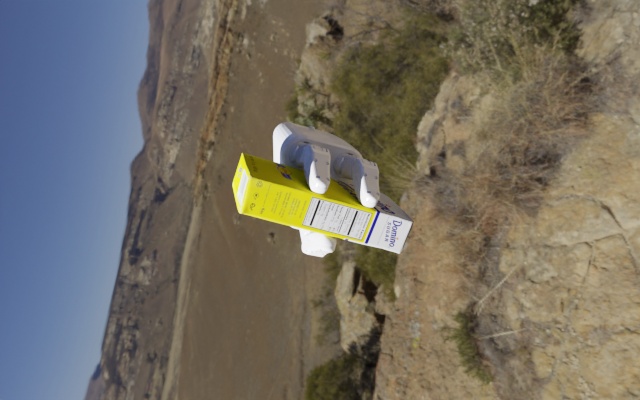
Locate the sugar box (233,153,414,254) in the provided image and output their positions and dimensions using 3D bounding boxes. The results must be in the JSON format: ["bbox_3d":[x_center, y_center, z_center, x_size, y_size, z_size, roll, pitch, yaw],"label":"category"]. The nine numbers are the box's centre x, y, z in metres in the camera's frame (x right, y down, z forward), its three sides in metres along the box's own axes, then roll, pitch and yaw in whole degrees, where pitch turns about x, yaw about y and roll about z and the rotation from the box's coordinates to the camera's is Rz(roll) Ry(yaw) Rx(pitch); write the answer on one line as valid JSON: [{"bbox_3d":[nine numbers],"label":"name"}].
[{"bbox_3d":[0.000,0.001,0.504,0.176,0.048,0.093,13,16,-18],"label":"sugar box"}]
